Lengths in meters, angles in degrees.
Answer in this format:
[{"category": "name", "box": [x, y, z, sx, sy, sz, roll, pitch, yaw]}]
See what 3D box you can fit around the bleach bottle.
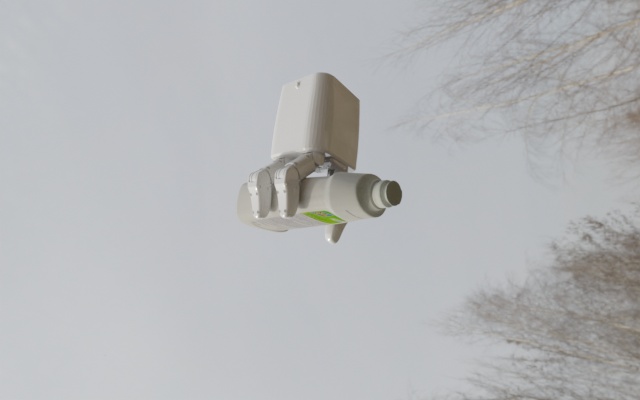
[{"category": "bleach bottle", "box": [0.000, 0.002, 0.614, 0.102, 0.068, 0.251, 16, -14, -42]}]
